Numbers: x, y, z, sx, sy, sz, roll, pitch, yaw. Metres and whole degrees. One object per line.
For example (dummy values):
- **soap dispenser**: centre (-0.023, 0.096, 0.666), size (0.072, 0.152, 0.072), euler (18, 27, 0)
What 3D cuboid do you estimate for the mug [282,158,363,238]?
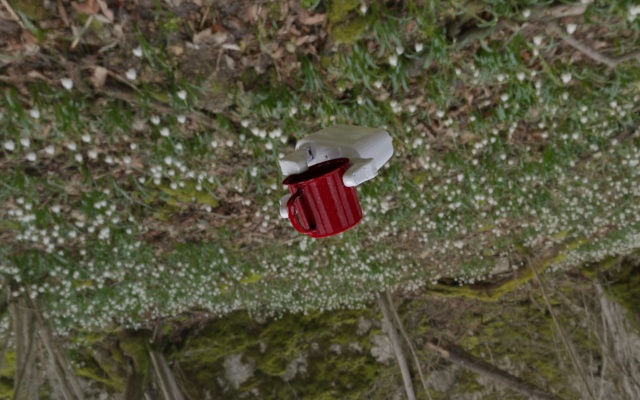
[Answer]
- **mug**: centre (-0.001, 0.003, 0.623), size (0.093, 0.081, 0.117), euler (-8, 18, 39)
